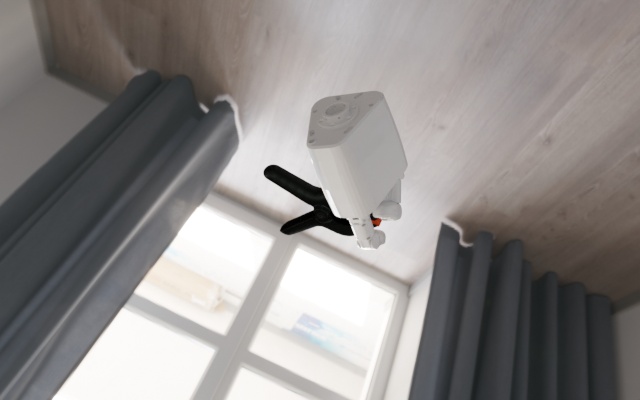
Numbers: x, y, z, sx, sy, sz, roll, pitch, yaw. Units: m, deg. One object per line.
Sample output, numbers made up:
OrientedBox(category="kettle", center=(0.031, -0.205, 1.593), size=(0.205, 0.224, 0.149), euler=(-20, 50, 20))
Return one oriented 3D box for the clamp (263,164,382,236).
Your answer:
OrientedBox(category="clamp", center=(0.000, 0.003, 0.645), size=(0.171, 0.120, 0.039), euler=(-1, 44, 28))
